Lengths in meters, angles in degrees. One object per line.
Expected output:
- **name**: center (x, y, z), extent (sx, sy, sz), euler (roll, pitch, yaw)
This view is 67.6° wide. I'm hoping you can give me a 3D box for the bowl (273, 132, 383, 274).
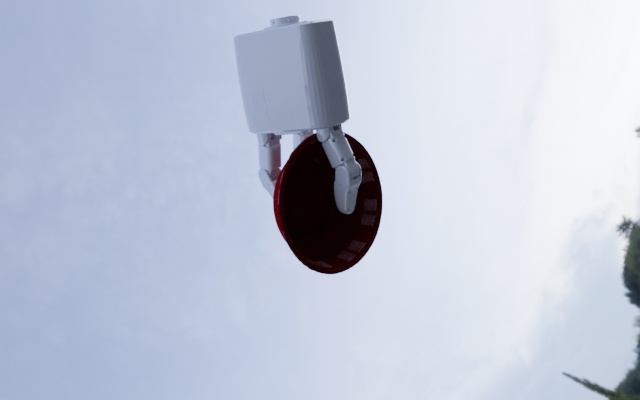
- **bowl**: center (0.000, 0.003, 0.554), extent (0.162, 0.162, 0.055), euler (0, 0, -42)
